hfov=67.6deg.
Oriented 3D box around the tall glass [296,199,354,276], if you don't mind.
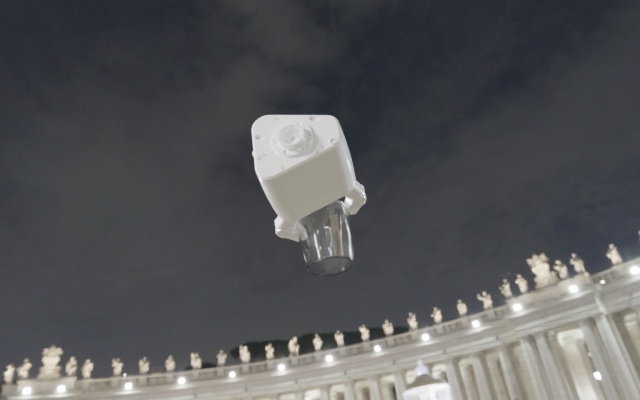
[{"bbox_3d":[0.000,0.002,0.678,0.079,0.201,0.079,-7,-29,-4],"label":"tall glass"}]
